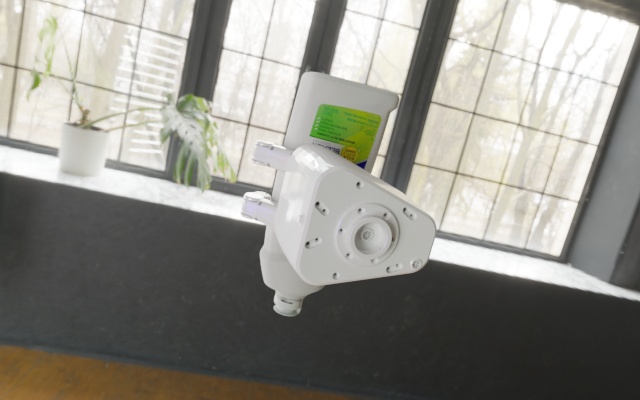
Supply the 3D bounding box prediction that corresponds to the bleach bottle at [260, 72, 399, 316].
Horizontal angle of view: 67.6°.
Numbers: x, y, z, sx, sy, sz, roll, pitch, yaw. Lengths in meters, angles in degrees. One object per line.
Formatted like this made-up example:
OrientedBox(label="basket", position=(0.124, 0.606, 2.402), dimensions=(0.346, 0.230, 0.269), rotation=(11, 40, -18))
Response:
OrientedBox(label="bleach bottle", position=(0.000, 0.002, 0.500), dimensions=(0.102, 0.251, 0.068), rotation=(11, 11, -15))
